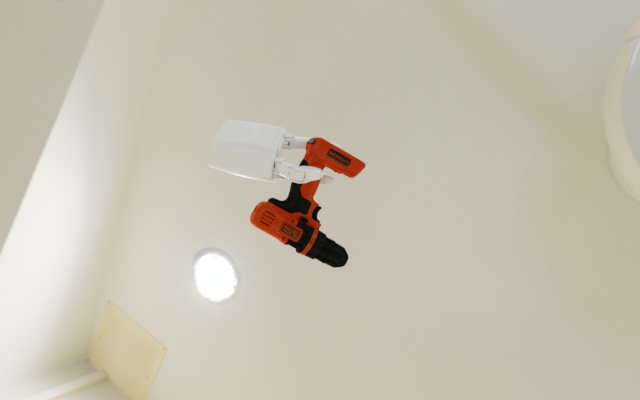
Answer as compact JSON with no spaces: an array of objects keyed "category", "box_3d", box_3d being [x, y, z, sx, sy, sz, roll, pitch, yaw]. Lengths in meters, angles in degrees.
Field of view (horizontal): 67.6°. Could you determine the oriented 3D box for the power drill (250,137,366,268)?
[{"category":"power drill","box_3d":[0.000,0.002,0.808,0.184,0.187,0.057,30,-4,-14]}]
